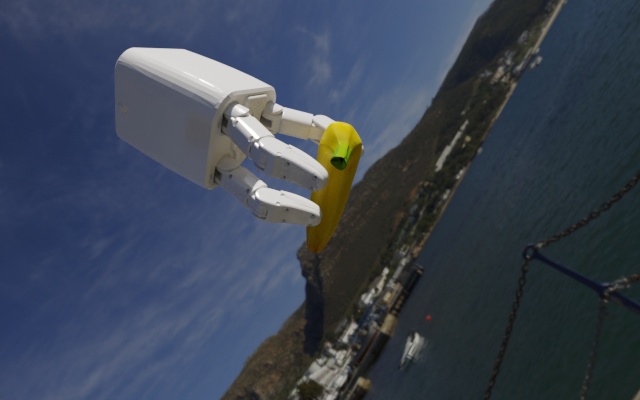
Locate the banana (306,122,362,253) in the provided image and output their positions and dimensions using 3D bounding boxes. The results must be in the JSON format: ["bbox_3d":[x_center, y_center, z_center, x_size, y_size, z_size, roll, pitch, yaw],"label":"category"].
[{"bbox_3d":[0.008,-0.015,0.440,0.037,0.069,0.198,24,-26,7],"label":"banana"}]
